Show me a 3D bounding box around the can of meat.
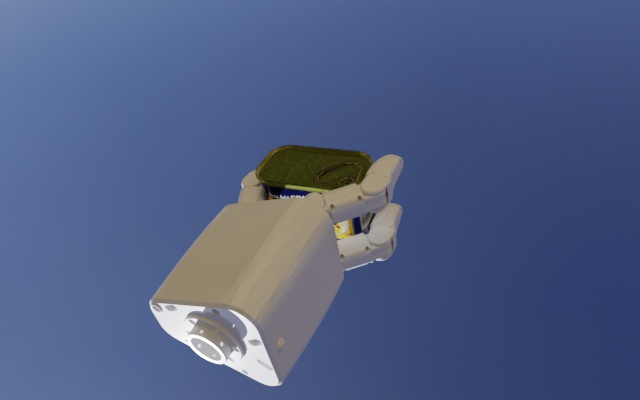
[{"bbox_3d":[0.000,0.002,0.441,0.102,0.084,0.057,8,42,23],"label":"can of meat"}]
